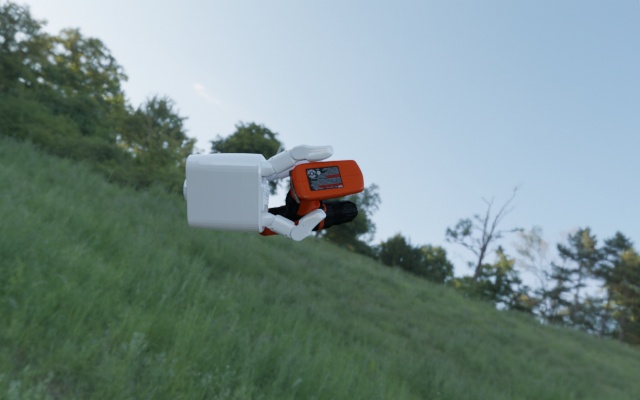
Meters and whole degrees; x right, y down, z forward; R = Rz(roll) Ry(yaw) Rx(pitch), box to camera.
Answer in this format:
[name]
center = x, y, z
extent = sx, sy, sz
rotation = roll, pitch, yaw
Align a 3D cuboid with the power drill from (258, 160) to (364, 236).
[power drill]
center = 0.000, 0.002, 0.754
extent = 0.184, 0.057, 0.188
rotation = -9, -21, -22
